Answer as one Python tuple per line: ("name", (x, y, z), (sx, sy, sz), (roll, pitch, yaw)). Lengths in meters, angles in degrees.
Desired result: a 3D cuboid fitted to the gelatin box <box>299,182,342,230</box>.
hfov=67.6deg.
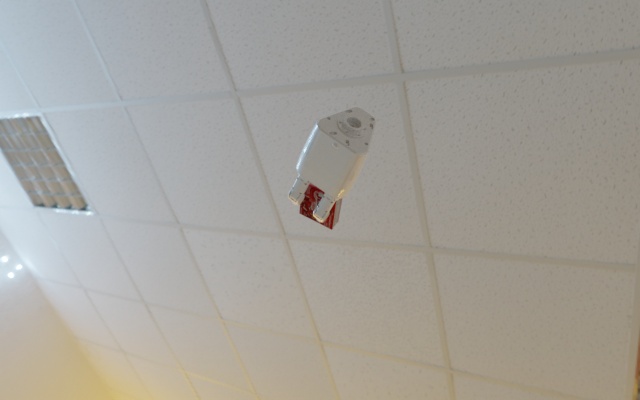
("gelatin box", (0.000, 0.003, 0.873), (0.073, 0.089, 0.030), (26, 49, 17))
